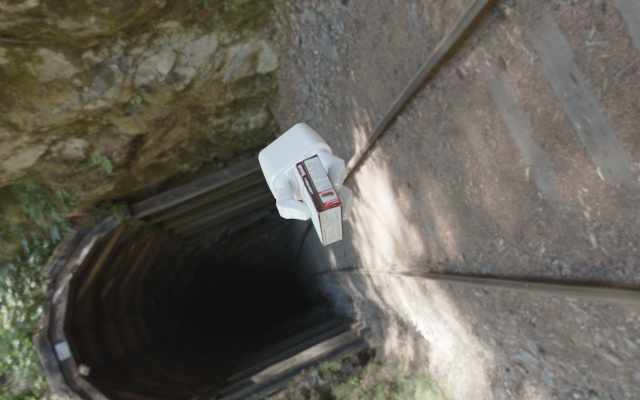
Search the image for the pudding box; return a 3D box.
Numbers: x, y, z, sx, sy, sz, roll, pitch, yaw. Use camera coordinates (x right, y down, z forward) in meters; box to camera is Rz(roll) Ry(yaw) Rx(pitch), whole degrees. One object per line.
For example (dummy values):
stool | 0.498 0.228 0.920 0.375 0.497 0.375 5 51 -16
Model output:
pudding box | 0.000 0.002 0.689 0.039 0.090 0.114 -23 -27 -6
